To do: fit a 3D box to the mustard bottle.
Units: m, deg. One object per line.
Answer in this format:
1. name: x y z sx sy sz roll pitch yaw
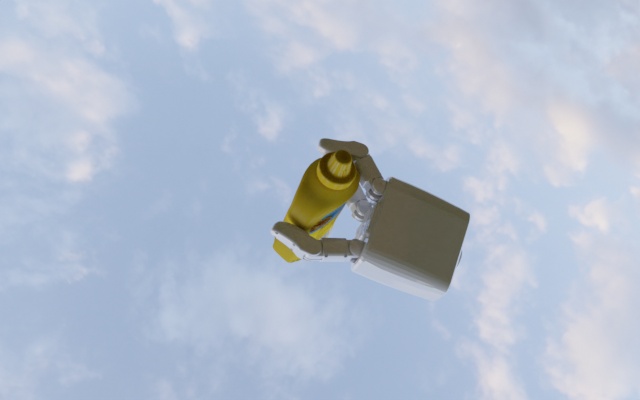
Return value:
1. mustard bottle: 0.000 0.002 0.558 0.096 0.058 0.192 -41 -11 -30
